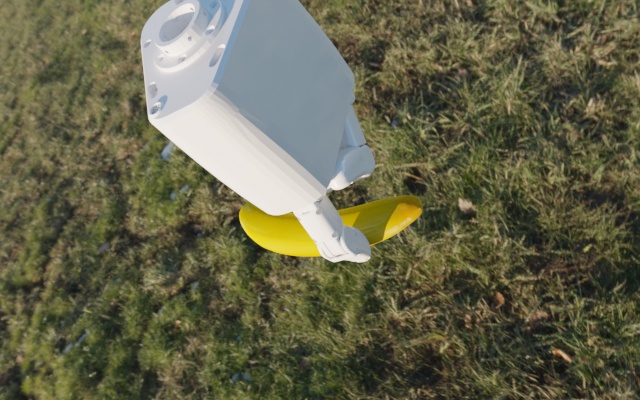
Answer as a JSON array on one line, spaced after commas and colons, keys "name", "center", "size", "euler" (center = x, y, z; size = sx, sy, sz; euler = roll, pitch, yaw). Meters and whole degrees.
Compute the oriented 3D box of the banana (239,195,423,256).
[{"name": "banana", "center": [-0.009, 0.018, 0.423], "size": [0.198, 0.069, 0.037], "euler": [7, -22, 37]}]
